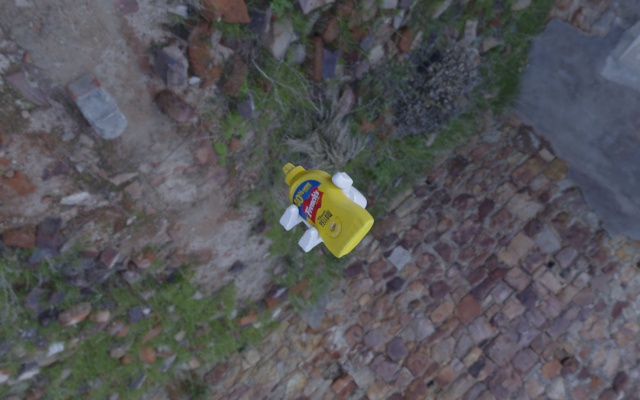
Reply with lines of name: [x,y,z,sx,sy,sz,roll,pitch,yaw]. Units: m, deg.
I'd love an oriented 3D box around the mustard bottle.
mustard bottle: [0.000,0.003,0.852,0.058,0.191,0.096,-20,-28,-52]
